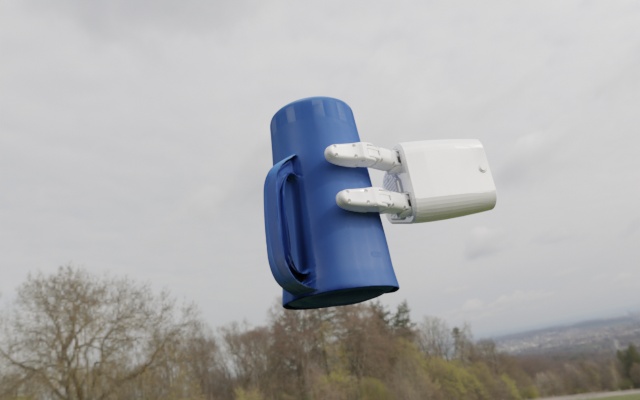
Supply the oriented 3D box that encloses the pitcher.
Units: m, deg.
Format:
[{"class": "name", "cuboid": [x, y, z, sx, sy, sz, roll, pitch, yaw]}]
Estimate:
[{"class": "pitcher", "cuboid": [0.000, 0.002, 0.564, 0.145, 0.242, 0.149, -6, -19, -9]}]
